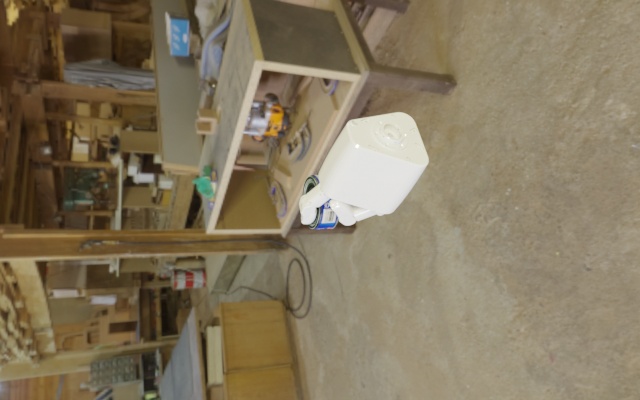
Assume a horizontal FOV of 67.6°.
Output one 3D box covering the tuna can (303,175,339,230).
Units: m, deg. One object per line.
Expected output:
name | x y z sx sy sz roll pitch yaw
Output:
tuna can | 0.000 0.002 0.742 0.034 0.086 0.086 -3 1 -20
